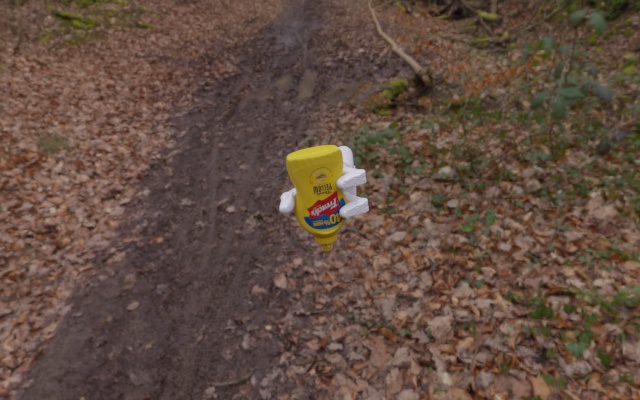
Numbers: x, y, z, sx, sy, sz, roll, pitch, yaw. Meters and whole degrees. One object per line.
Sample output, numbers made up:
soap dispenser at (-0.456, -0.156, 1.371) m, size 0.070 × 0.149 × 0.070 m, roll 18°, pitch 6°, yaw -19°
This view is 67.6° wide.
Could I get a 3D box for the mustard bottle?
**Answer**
mustard bottle at (0.000, 0.003, 0.854) m, size 0.096 × 0.192 × 0.058 m, roll -14°, pitch 23°, yaw -15°
